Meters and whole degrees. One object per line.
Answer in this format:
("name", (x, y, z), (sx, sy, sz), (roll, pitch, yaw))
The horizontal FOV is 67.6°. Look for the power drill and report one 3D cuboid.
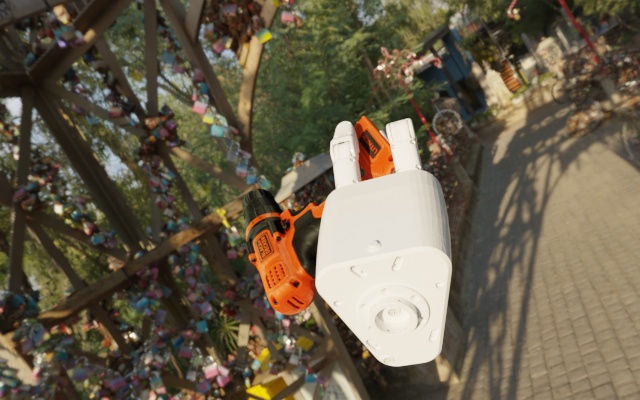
("power drill", (0.000, 0.001, 0.497), (0.057, 0.188, 0.184), (39, 14, -39))
